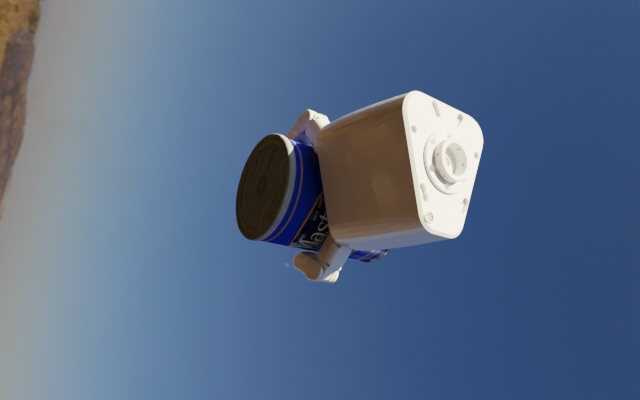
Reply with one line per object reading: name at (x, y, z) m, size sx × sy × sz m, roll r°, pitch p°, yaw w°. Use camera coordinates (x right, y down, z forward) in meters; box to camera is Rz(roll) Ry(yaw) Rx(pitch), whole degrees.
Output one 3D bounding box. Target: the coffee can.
coffee can at (0.000, 0.002, 0.484) m, size 0.140 × 0.103 × 0.103 m, roll 15°, pitch -8°, yaw -33°
